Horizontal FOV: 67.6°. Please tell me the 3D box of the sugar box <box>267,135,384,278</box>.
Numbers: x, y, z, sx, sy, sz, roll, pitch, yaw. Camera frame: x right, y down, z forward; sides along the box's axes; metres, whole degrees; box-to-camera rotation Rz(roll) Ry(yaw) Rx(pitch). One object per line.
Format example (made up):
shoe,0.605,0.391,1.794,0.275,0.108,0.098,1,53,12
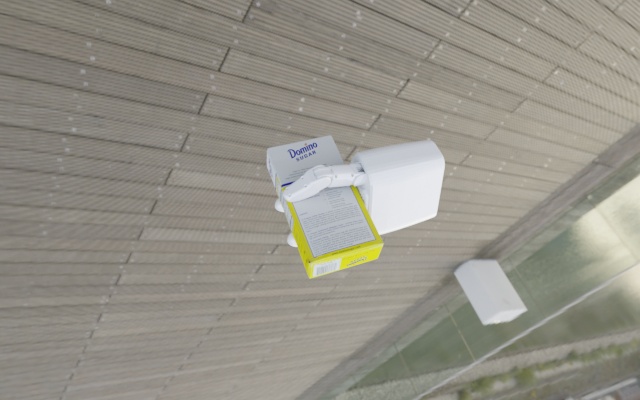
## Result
sugar box,0.000,0.002,0.603,0.093,0.176,0.048,-13,-34,-15
